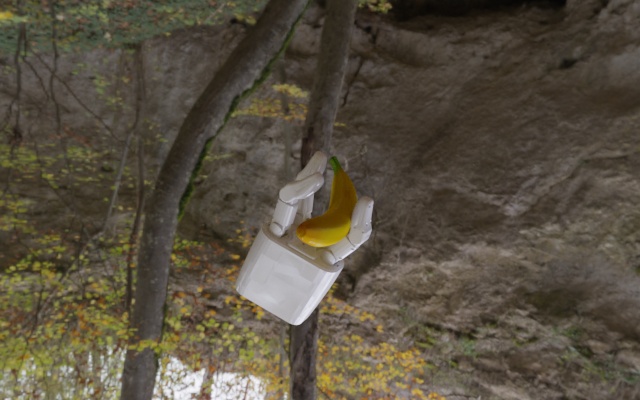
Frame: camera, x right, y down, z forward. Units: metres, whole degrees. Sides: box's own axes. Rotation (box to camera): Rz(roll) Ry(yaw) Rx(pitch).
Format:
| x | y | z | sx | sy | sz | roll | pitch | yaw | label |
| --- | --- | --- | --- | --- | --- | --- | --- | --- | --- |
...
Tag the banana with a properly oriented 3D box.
| x | y | z | sx | sy | sz | roll | pitch | yaw | label |
| --- | --- | --- | --- | --- | --- | --- | --- | --- | --- |
| 0.014 | 0.013 | 0.597 | 0.037 | 0.069 | 0.197 | -42 | 13 | 27 | banana |
